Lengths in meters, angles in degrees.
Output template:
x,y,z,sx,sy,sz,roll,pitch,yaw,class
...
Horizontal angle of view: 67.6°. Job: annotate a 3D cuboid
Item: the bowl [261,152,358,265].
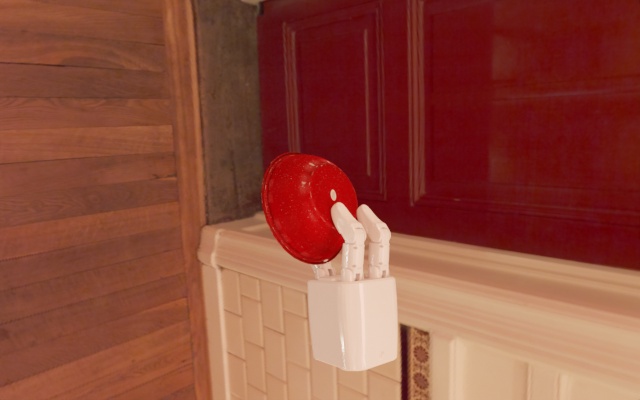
x,y,z,sx,sy,sz,roll,pitch,yaw,class
0.000,0.001,0.641,0.055,0.162,0.162,-22,-15,40,bowl
